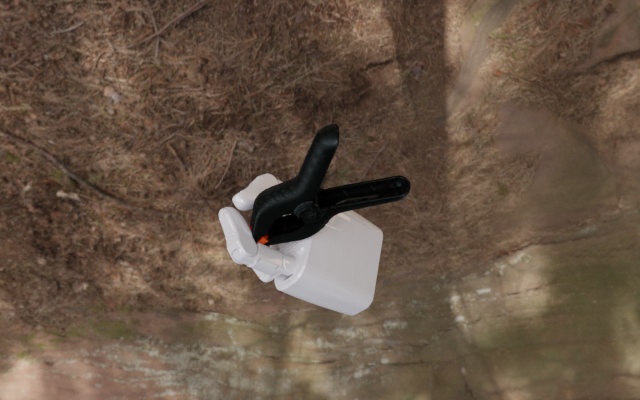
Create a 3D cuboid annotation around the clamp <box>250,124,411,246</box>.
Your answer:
[{"bbox_3d":[0.000,0.002,0.469,0.120,0.039,0.171,28,-46,-29],"label":"clamp"}]
